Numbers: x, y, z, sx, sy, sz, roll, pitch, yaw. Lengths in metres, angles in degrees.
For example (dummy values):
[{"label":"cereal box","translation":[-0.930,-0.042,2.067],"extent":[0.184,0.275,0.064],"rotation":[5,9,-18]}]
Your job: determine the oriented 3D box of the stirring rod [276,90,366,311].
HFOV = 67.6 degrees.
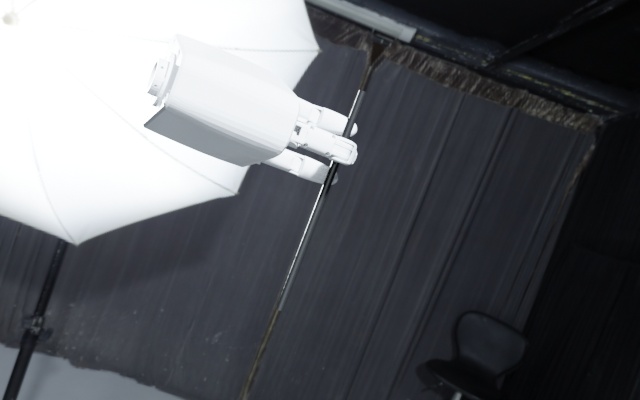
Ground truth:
[{"label":"stirring rod","translation":[0.000,0.002,0.492],"extent":[0.011,0.239,0.011],"rotation":[21,3,-1]}]
